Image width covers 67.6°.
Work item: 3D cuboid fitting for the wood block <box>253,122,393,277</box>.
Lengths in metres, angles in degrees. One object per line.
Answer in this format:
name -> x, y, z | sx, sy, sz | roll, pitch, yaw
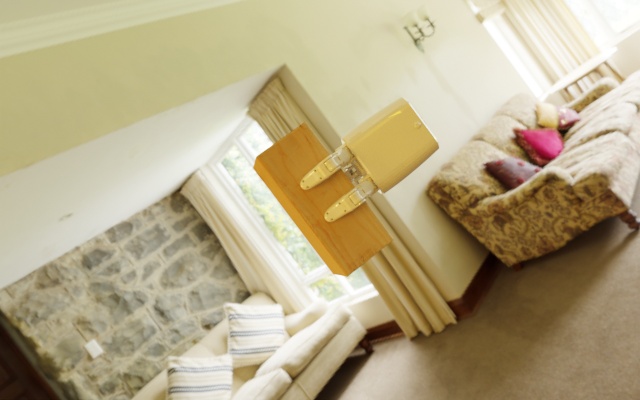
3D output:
wood block -> 0.000, 0.002, 0.699 | 0.090, 0.206, 0.091 | -37, 1, -12
